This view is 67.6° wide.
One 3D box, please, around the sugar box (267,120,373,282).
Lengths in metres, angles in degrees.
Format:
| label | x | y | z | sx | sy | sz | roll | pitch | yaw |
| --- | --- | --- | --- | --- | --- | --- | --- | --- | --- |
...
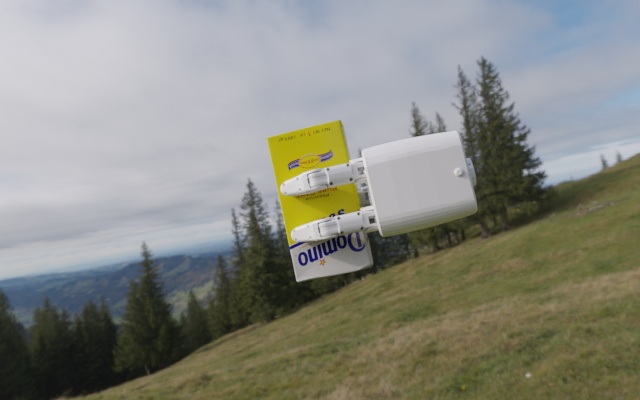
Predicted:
| label | x | y | z | sx | sy | sz | roll | pitch | yaw |
| --- | --- | --- | --- | --- | --- | --- | --- | --- | --- |
| sugar box | 0.000 | 0.002 | 0.571 | 0.093 | 0.176 | 0.048 | -13 | -5 | 8 |
